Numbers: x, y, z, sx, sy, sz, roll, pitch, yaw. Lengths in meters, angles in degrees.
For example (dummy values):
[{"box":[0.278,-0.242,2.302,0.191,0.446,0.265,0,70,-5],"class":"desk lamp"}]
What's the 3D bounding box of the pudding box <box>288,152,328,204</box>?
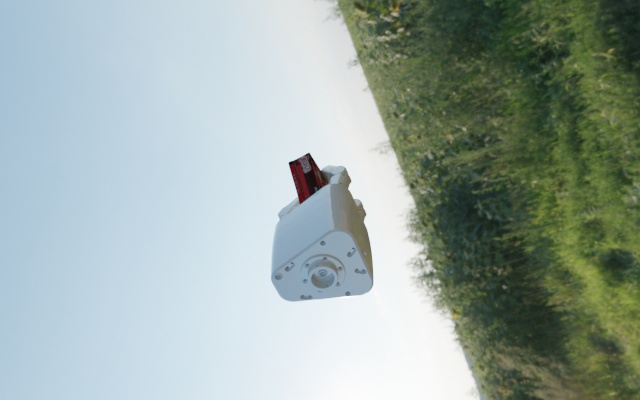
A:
[{"box":[0.000,0.002,0.661,0.039,0.090,0.114,-22,-37,8],"class":"pudding box"}]
